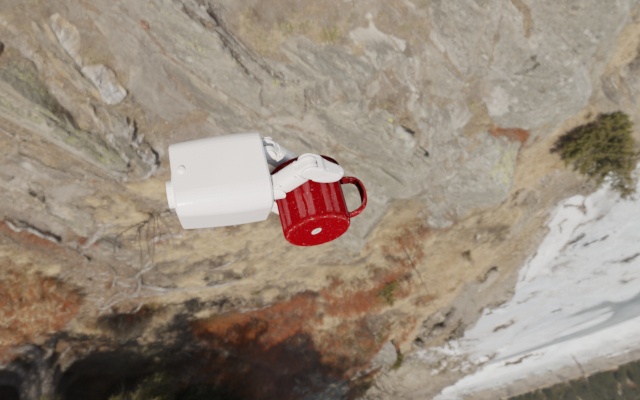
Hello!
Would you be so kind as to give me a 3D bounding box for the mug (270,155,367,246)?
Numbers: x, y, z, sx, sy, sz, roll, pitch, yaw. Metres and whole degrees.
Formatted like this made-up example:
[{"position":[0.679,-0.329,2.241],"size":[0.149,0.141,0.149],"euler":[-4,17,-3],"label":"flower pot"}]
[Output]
[{"position":[0.002,0.002,0.583],"size":[0.117,0.081,0.093],"euler":[-9,-28,-12],"label":"mug"}]
